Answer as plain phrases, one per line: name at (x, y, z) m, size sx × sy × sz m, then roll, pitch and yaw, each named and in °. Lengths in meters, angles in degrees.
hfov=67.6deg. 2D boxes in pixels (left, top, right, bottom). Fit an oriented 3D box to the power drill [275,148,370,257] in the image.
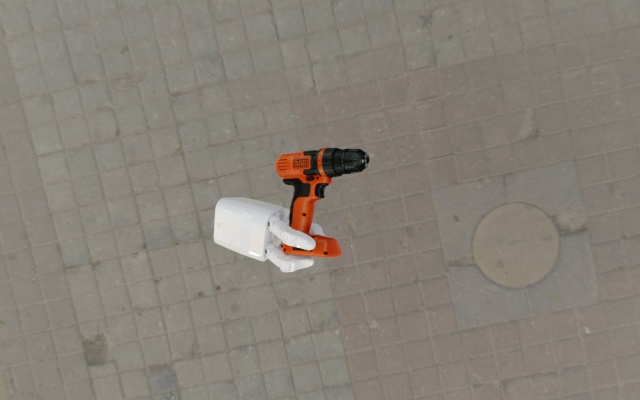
power drill at (0.000, 0.003, 0.828) m, size 0.184 × 0.187 × 0.057 m, roll -1°, pitch -6°, yaw 36°
